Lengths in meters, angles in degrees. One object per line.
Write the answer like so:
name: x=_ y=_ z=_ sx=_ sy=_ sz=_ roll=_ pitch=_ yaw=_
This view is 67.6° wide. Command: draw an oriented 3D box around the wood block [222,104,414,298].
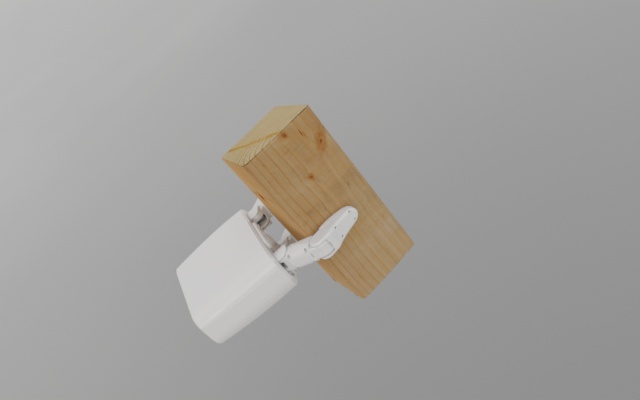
wood block: x=0.000 y=0.002 z=0.535 sx=0.206 sy=0.090 sz=0.091 roll=50 pitch=-13 yaw=-25
